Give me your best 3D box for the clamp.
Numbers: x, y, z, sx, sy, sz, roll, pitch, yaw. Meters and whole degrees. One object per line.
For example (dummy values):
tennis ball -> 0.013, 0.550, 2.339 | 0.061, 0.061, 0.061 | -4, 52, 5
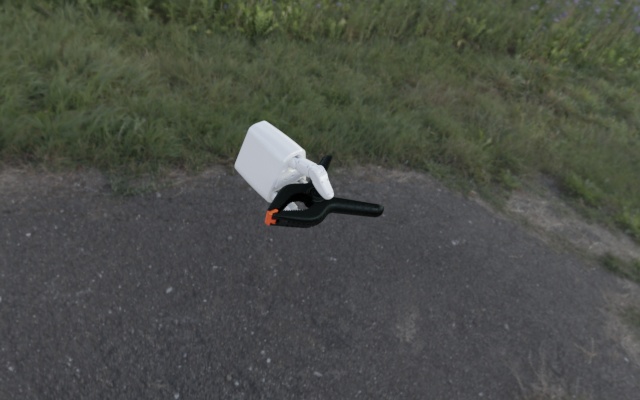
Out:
clamp -> 0.000, 0.002, 0.835 | 0.210, 0.036, 0.164 | -29, 60, -38
